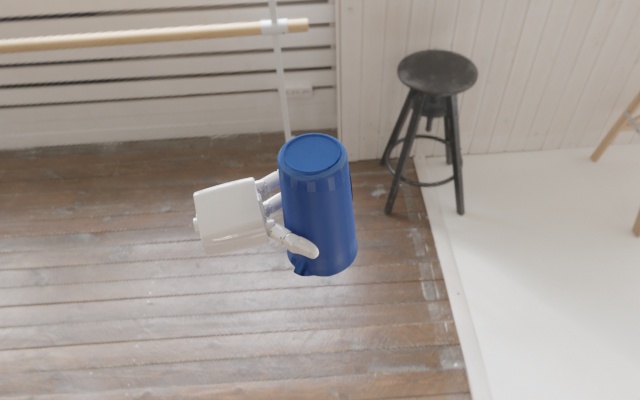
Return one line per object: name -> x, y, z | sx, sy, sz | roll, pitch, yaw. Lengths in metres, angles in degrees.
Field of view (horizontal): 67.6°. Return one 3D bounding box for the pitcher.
pitcher -> 0.000, 0.003, 0.814 | 0.145, 0.149, 0.243 | -12, -43, -6
